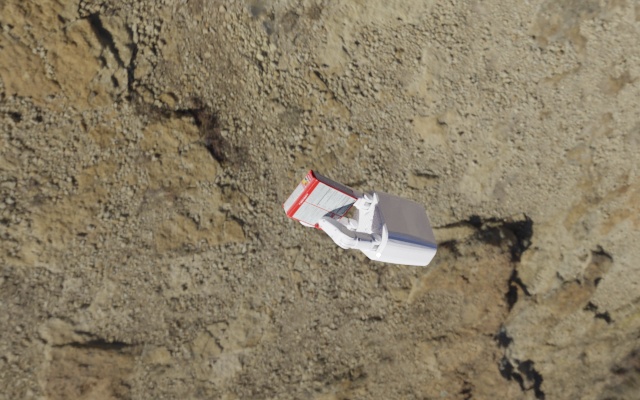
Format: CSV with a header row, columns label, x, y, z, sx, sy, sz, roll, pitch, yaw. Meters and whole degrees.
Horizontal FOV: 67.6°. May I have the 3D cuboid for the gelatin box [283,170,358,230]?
label,x,y,z,sx,sy,sz,roll,pitch,yaw
gelatin box,0.000,0.003,0.716,0.089,0.073,0.030,23,26,-37
